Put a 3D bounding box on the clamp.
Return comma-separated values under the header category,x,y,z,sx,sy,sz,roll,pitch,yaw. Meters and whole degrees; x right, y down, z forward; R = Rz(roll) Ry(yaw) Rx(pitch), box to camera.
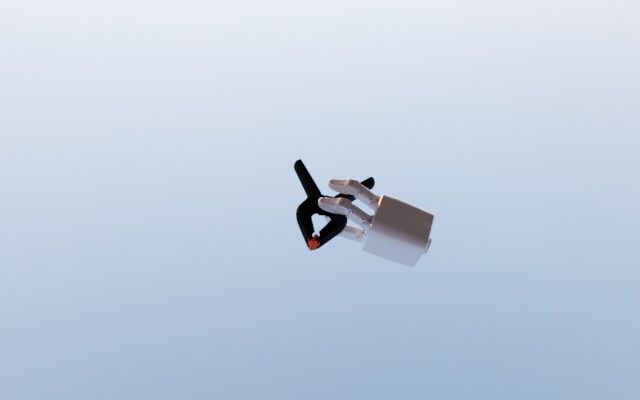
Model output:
category,x,y,z,sx,sy,sz,roll,pitch,yaw
clamp,0.000,0.004,0.895,0.164,0.036,0.209,18,47,9
